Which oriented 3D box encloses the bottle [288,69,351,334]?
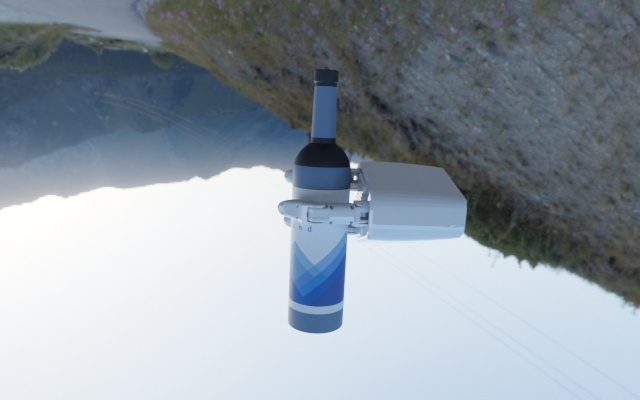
[{"bbox_3d":[0.000,0.002,0.551,0.069,0.296,0.069,2,10,0],"label":"bottle"}]
